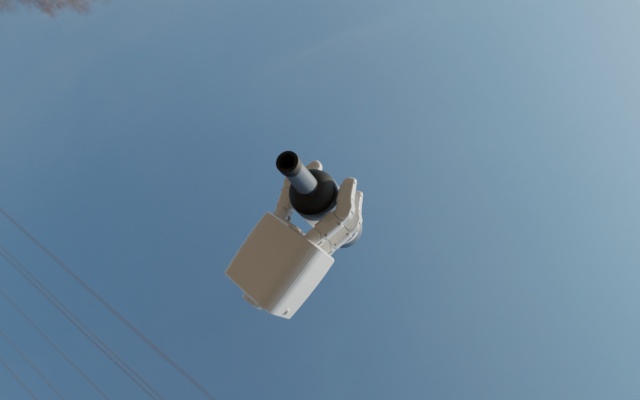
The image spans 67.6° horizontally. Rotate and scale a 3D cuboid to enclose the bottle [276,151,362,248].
[{"bbox_3d":[0.000,0.002,0.675,0.069,0.069,0.296,0,-18,16],"label":"bottle"}]
